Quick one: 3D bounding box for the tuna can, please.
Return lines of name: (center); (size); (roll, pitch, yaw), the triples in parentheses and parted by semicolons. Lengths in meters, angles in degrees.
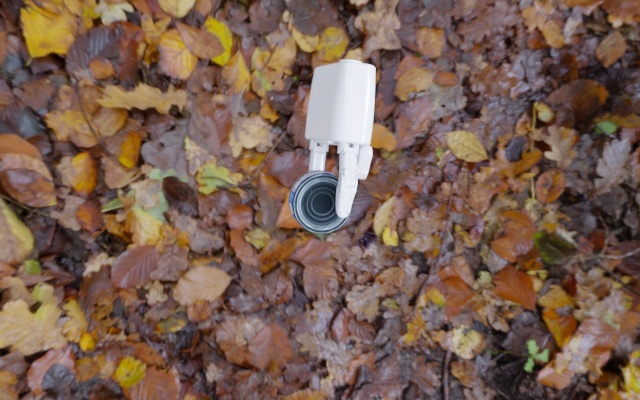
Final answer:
tuna can: (0.000, 0.002, 0.666); (0.086, 0.086, 0.033); (0, 11, -13)
